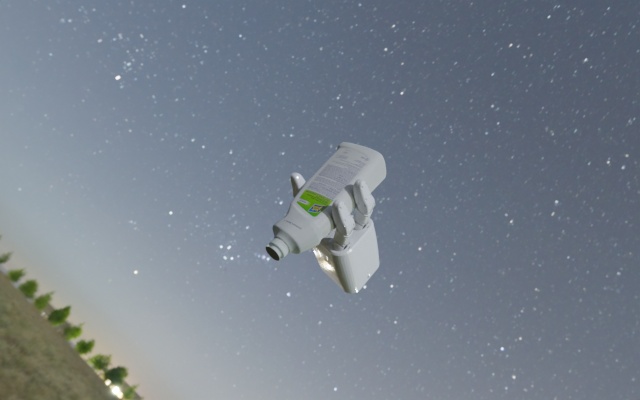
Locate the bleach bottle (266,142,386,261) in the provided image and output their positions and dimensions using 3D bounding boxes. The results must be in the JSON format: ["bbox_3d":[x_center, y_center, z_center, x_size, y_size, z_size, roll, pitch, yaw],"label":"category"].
[{"bbox_3d":[0.000,0.003,0.779,0.102,0.068,0.250,20,50,37],"label":"bleach bottle"}]
